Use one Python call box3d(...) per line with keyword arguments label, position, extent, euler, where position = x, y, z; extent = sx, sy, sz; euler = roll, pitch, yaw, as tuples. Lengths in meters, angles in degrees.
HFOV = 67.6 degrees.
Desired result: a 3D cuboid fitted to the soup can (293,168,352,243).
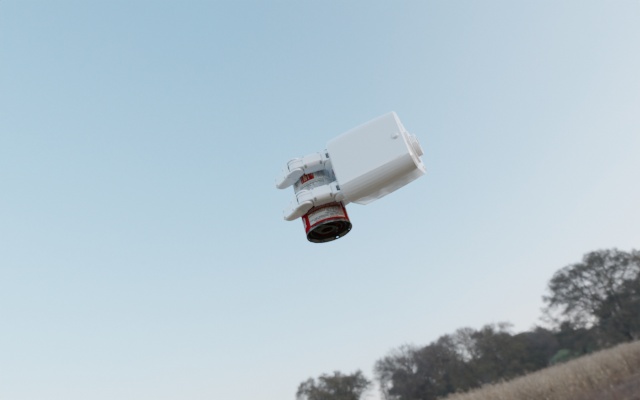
box3d(label="soup can", position=(0.000, 0.002, 0.700), extent=(0.068, 0.102, 0.068), euler=(-13, -28, -7))
